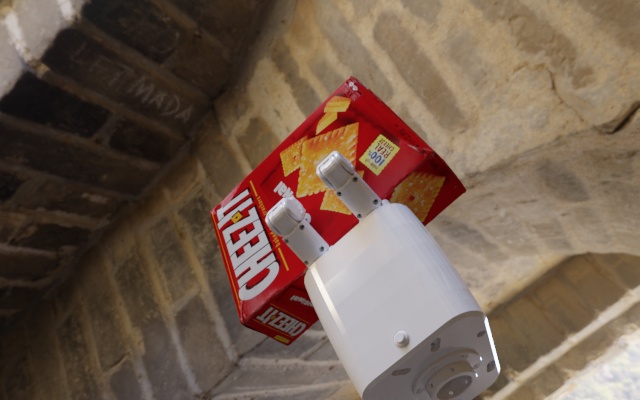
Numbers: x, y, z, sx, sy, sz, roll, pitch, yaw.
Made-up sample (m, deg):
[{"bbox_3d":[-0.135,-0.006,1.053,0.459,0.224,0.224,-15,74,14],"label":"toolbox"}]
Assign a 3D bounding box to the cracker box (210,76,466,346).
[{"bbox_3d":[0.000,0.001,0.454,0.072,0.214,0.164,39,14,-40],"label":"cracker box"}]
